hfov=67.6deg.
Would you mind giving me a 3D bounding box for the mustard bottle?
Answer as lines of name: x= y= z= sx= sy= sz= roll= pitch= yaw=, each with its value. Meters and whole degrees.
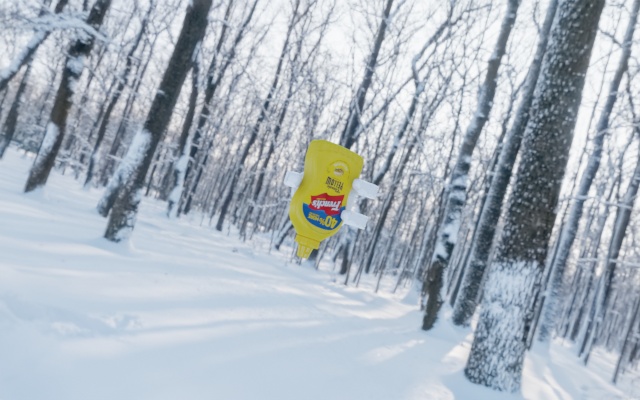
mustard bottle: x=0.000 y=0.002 z=0.789 sx=0.096 sy=0.191 sz=0.058 roll=21 pitch=-5 yaw=-30
